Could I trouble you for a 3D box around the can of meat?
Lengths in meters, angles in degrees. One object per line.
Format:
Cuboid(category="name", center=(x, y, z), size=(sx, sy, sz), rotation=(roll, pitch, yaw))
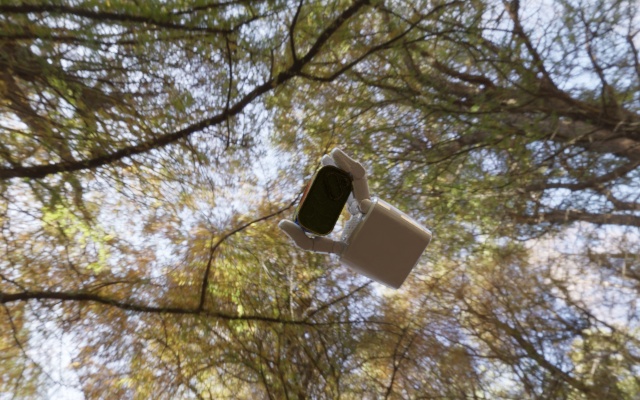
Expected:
Cuboid(category="can of meat", center=(0.000, 0.002, 0.728), size=(0.057, 0.102, 0.084), rotation=(27, -9, -8))
